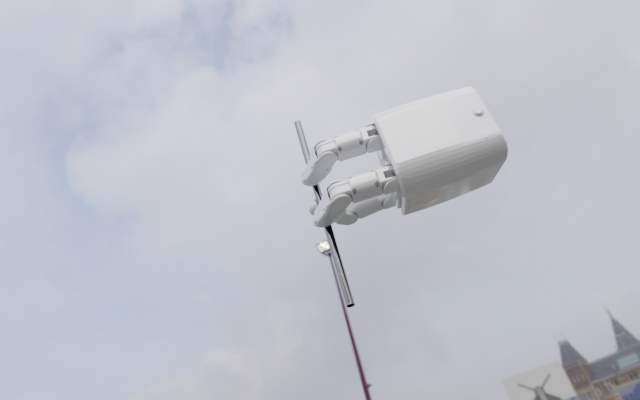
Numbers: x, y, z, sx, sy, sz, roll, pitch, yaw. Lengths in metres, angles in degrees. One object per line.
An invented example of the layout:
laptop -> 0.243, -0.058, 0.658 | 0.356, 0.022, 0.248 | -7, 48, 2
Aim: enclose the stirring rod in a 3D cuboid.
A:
stirring rod -> 0.000, 0.002, 0.508 | 0.011, 0.239, 0.011 | -11, -34, -8
